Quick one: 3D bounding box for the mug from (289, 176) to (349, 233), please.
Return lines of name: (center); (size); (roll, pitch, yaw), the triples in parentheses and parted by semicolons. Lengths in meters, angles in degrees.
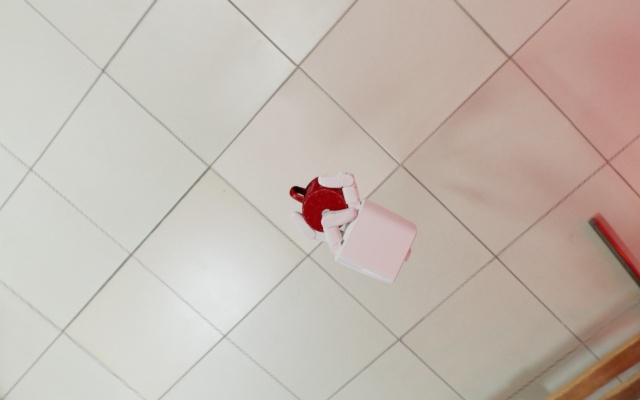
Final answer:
mug: (-0.001, 0.002, 0.846); (0.117, 0.093, 0.081); (24, 16, -2)
